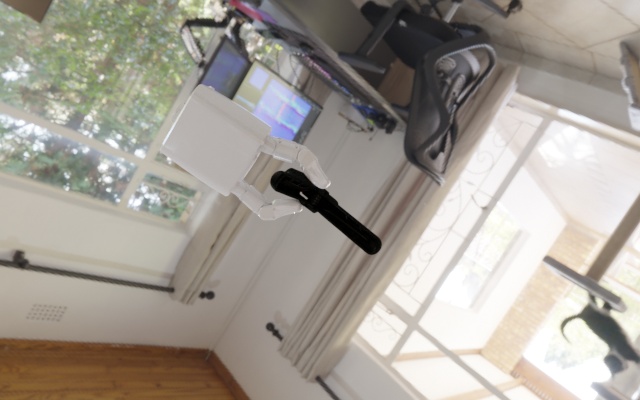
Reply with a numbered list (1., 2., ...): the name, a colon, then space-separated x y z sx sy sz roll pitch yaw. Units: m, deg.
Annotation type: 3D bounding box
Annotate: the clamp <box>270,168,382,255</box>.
1. clamp: -0.001 0.003 0.660 0.164 0.036 0.210 37 4 -11
